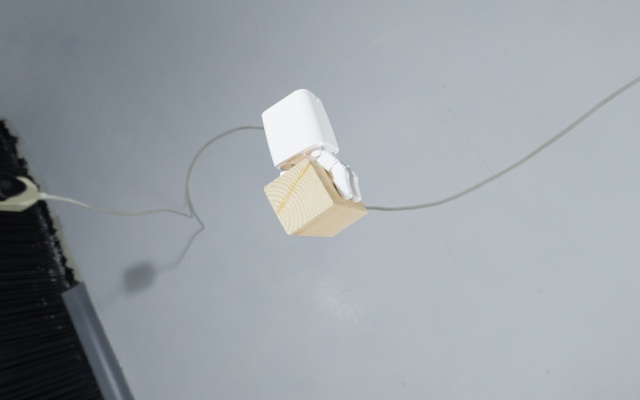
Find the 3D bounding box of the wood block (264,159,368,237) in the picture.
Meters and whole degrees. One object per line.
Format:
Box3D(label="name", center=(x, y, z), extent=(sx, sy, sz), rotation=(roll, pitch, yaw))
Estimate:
Box3D(label="wood block", center=(0.000, 0.003, 0.831), extent=(0.091, 0.090, 0.206), rotation=(-34, -15, 15))
